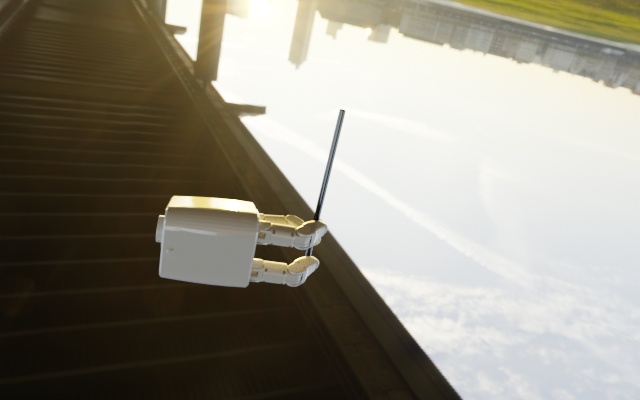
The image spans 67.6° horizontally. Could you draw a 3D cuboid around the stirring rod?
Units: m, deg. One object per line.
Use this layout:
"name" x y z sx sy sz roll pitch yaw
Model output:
"stirring rod" 0.000 0.002 0.602 0.011 0.240 0.011 11 24 -5
